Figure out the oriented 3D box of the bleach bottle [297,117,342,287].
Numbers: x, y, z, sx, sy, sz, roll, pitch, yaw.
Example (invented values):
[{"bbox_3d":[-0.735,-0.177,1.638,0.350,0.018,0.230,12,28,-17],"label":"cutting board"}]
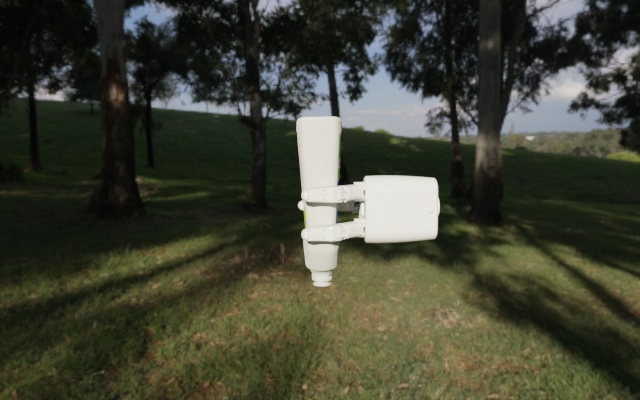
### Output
[{"bbox_3d":[0.000,0.002,0.725,0.068,0.251,0.102,-1,7,0],"label":"bleach bottle"}]
